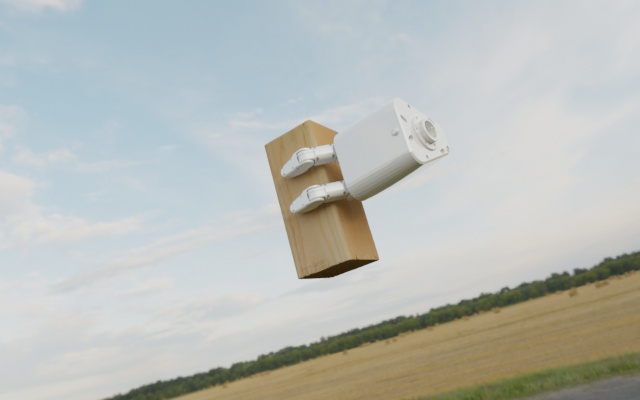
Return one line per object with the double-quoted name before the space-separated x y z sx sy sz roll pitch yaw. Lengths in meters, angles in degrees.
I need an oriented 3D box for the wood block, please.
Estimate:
"wood block" 0.001 0.002 0.694 0.090 0.206 0.091 -25 -20 29
